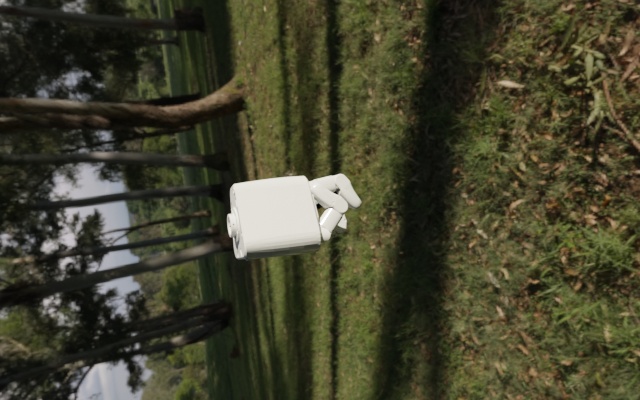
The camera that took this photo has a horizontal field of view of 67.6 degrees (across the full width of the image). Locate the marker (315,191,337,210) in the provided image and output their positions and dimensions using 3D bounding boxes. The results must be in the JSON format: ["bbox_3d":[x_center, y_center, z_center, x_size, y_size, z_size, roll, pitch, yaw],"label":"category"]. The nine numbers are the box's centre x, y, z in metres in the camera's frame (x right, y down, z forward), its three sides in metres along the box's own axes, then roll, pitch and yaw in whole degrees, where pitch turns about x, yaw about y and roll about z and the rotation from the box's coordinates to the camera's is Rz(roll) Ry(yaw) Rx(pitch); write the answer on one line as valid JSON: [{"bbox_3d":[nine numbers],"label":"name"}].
[{"bbox_3d":[0.000,0.002,0.764,0.020,0.020,0.121,0,-10,-19],"label":"marker"}]
